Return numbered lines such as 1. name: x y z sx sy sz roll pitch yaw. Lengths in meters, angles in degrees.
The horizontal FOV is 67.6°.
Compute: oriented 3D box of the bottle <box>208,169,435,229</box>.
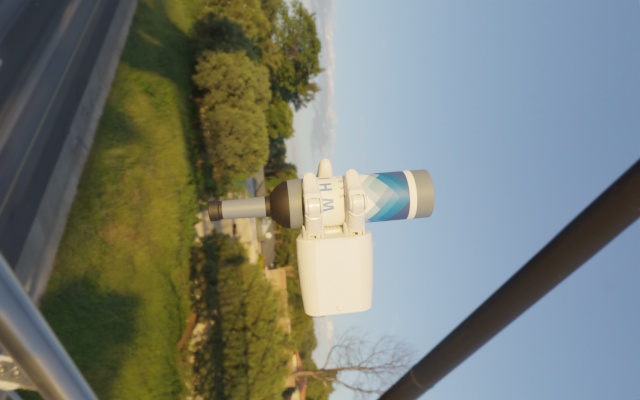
1. bottle: 0.000 0.002 0.642 0.296 0.069 0.069 -5 0 -6
